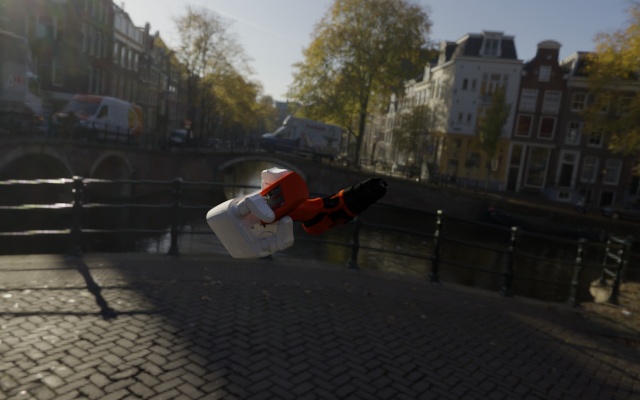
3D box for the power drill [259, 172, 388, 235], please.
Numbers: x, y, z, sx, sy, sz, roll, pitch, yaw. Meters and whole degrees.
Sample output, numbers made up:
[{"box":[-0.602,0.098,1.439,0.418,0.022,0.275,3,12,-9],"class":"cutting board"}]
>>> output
[{"box":[0.000,0.003,0.807,0.184,0.057,0.188,-33,-28,32],"class":"power drill"}]
